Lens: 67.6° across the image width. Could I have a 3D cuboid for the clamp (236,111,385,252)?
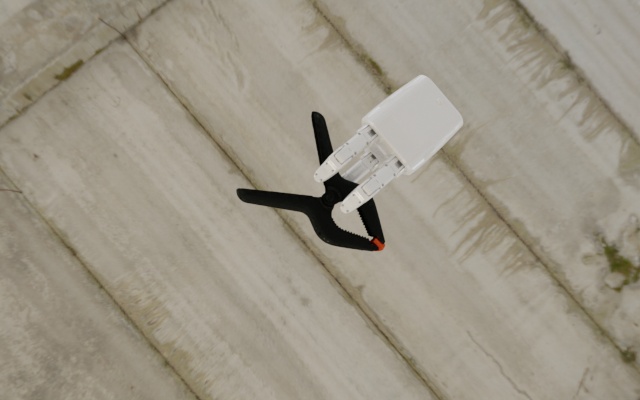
[{"bbox_3d":[0.001,0.003,0.662,0.164,0.210,0.036,-40,-1,-9],"label":"clamp"}]
